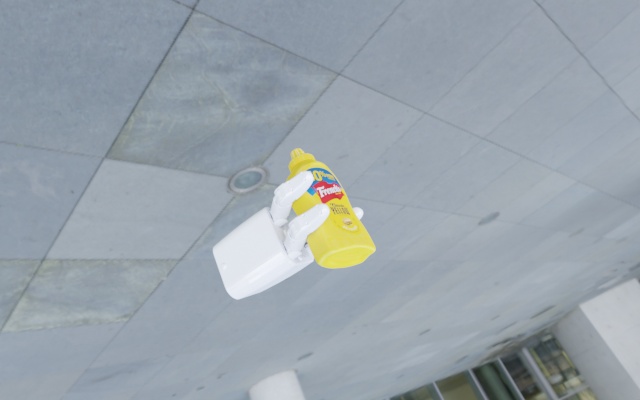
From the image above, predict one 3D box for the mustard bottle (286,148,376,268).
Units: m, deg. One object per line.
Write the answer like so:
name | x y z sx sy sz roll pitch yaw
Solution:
mustard bottle | 0.000 0.002 0.680 0.096 0.191 0.058 2 -40 -43
